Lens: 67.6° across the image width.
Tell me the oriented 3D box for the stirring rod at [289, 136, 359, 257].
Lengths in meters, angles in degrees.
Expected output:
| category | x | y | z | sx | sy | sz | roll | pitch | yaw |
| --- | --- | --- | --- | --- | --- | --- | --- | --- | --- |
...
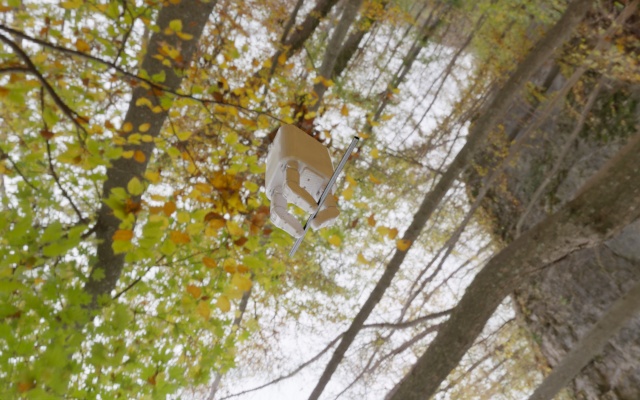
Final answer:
| category | x | y | z | sx | sy | sz | roll | pitch | yaw |
| --- | --- | --- | --- | --- | --- | --- | --- | --- | --- |
| stirring rod | 0.000 | 0.002 | 0.704 | 0.011 | 0.240 | 0.011 | 19 | 37 | -15 |
